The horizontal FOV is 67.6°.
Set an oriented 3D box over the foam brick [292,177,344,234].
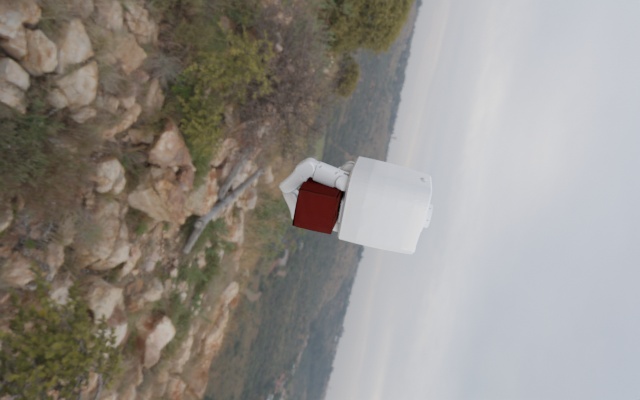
[{"bbox_3d":[0.000,0.002,0.628,0.051,0.053,0.078,14,22,7],"label":"foam brick"}]
